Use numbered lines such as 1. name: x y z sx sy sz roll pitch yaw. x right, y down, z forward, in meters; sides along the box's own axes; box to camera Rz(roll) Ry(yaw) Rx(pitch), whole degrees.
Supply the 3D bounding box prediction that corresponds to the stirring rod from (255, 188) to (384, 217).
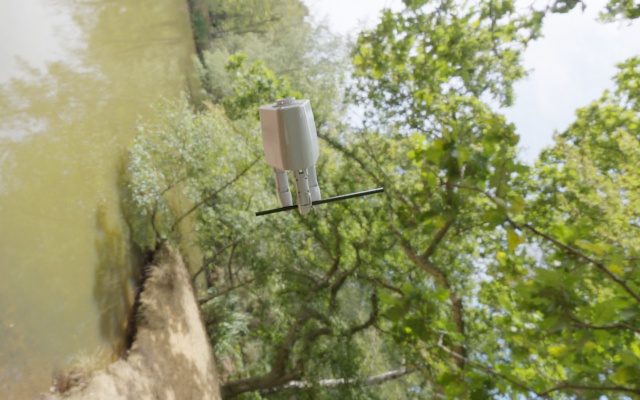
1. stirring rod: 0.000 0.003 0.874 0.239 0.011 0.011 -11 2 -8
